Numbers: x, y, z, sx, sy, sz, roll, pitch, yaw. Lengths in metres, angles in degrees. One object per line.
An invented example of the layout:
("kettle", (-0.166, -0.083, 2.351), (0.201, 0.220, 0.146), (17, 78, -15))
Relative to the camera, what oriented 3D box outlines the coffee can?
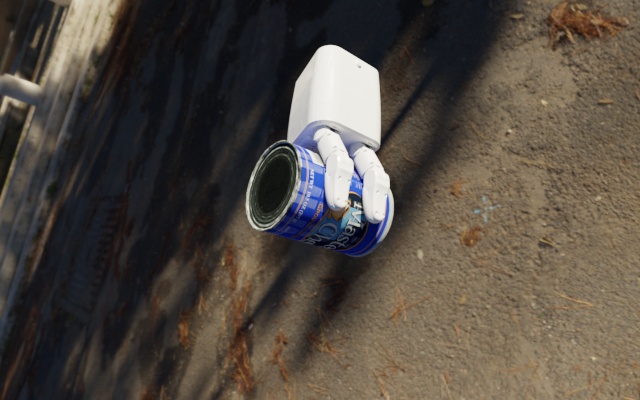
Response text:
("coffee can", (0.000, 0.002, 0.554), (0.140, 0.103, 0.103), (19, -11, -36))
